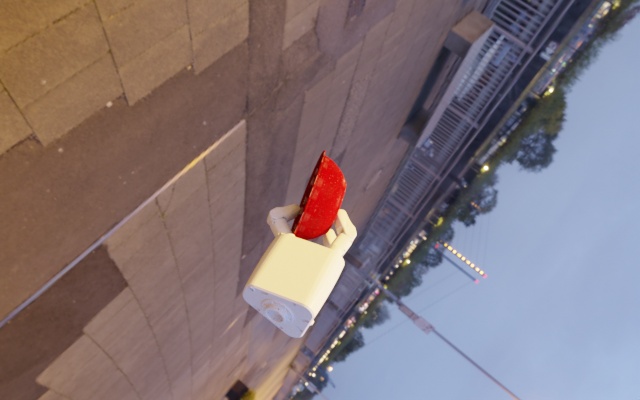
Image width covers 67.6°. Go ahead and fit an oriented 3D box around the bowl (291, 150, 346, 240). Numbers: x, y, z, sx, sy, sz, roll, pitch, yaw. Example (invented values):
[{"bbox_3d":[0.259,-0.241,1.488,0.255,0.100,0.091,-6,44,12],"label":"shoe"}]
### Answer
[{"bbox_3d":[0.001,0.002,0.783,0.055,0.162,0.162,21,-2,-5],"label":"bowl"}]
